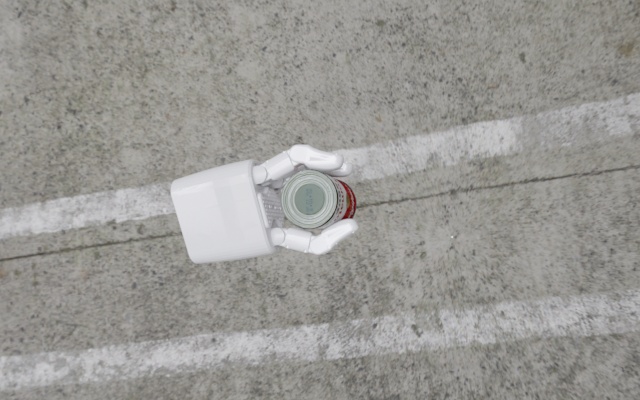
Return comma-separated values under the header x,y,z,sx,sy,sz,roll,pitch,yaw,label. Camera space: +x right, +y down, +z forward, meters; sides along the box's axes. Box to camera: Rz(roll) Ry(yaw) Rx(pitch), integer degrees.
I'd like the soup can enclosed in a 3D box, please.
x,y,z,sx,sy,sz,roll,pitch,yaw,label
0.001,0.002,0.569,0.068,0.068,0.102,0,-4,16,soup can
